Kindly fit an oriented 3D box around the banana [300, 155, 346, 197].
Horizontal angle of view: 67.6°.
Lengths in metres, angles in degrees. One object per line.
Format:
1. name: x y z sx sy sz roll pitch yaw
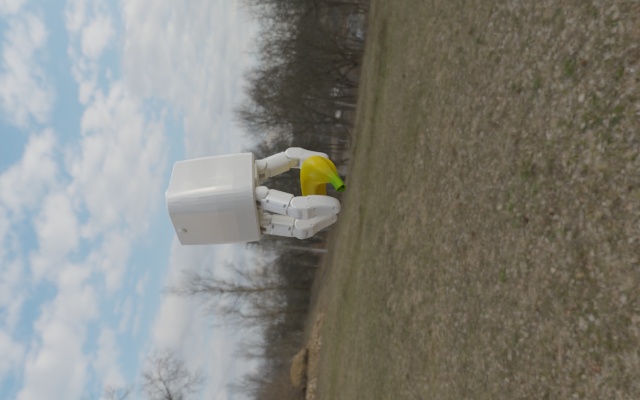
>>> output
1. banana: -0.005 -0.016 0.643 0.037 0.069 0.198 -15 -12 -9
